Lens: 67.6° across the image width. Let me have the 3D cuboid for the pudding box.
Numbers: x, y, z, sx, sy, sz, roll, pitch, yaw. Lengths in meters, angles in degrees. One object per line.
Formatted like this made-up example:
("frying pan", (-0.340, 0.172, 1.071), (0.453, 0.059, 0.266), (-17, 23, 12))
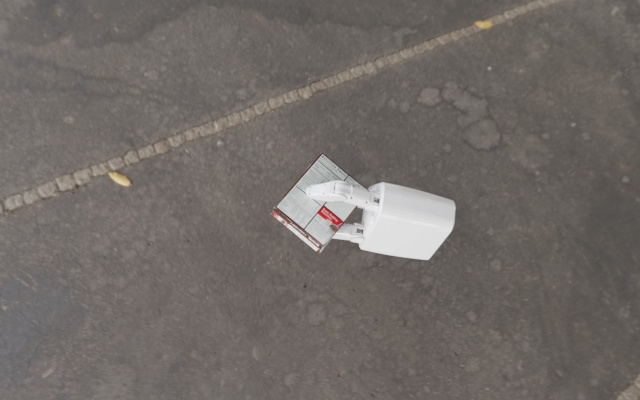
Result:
("pudding box", (0.000, 0.002, 0.673), (0.090, 0.113, 0.039), (39, -22, 3))
